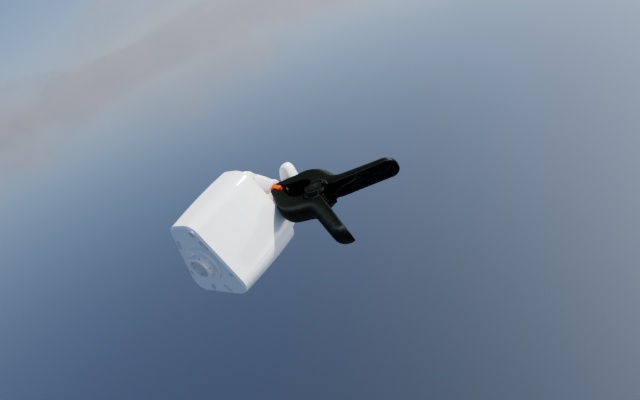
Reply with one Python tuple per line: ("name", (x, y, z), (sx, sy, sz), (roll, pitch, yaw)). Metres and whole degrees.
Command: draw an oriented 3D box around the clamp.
("clamp", (0.000, 0.001, 0.557), (0.171, 0.039, 0.120), (-7, 36, 40))
